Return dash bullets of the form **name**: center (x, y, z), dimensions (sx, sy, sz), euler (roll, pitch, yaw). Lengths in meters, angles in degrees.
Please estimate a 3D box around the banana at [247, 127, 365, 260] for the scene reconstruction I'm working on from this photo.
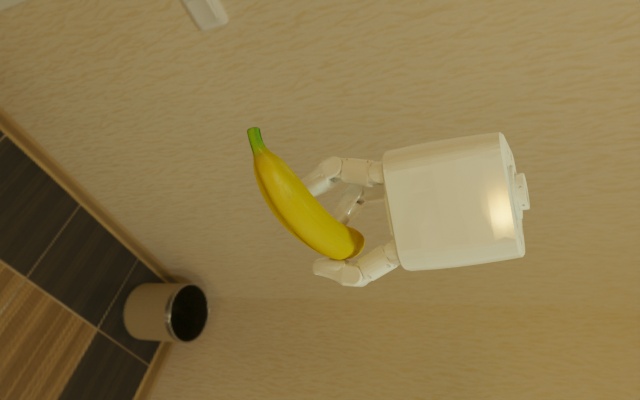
- **banana**: center (-0.004, 0.014, 0.451), dimensions (0.037, 0.069, 0.198), euler (-15, -42, 27)
